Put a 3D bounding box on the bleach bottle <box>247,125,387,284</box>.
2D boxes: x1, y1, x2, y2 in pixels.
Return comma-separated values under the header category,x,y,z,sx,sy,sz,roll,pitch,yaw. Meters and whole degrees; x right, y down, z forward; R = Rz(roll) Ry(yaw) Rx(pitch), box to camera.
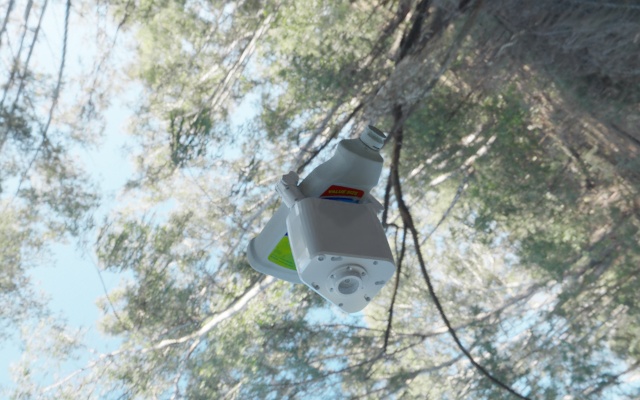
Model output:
category,x,y,z,sx,sy,sz,roll,pitch,yaw
bleach bottle,0.000,0.002,0.659,0.102,0.251,0.068,24,26,-24
